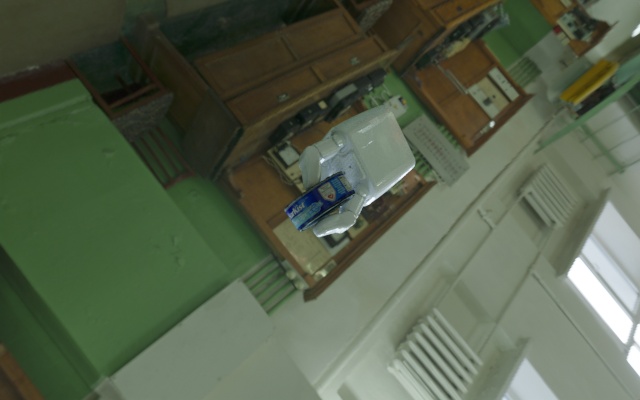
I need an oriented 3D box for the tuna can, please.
[{"bbox_3d":[0.000,0.002,0.585,0.086,0.034,0.086,-34,-5,-3],"label":"tuna can"}]
